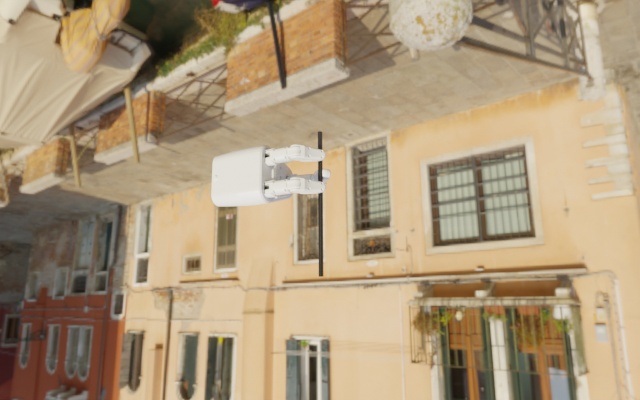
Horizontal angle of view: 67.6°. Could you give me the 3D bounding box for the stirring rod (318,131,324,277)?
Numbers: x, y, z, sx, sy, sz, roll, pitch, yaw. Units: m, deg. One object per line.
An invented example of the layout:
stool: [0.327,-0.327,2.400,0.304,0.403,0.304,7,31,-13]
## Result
stirring rod: [0.000,0.002,0.779,0.011,0.239,0.011,0,-12,0]
